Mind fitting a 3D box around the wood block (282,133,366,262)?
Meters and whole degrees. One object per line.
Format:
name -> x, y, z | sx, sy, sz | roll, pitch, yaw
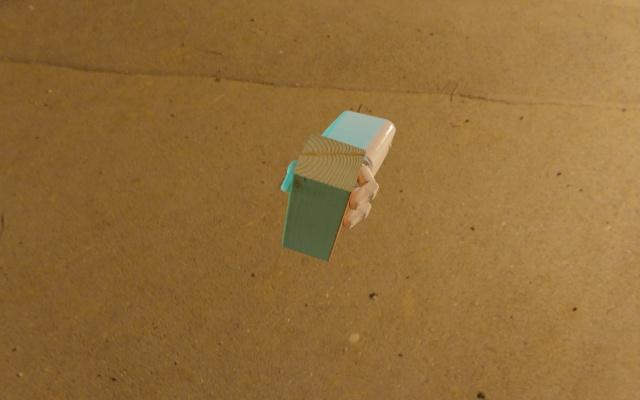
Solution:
wood block -> 0.000, 0.002, 0.776 | 0.091, 0.090, 0.206 | 19, -37, 4
